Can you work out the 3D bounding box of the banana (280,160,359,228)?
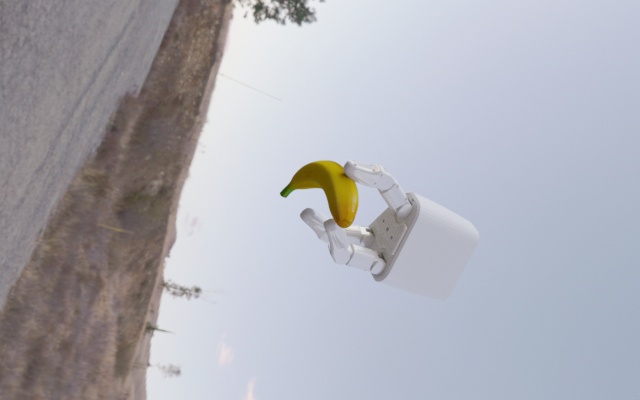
[{"bbox_3d":[0.007,-0.016,0.583,0.037,0.069,0.197,26,-1,-24],"label":"banana"}]
